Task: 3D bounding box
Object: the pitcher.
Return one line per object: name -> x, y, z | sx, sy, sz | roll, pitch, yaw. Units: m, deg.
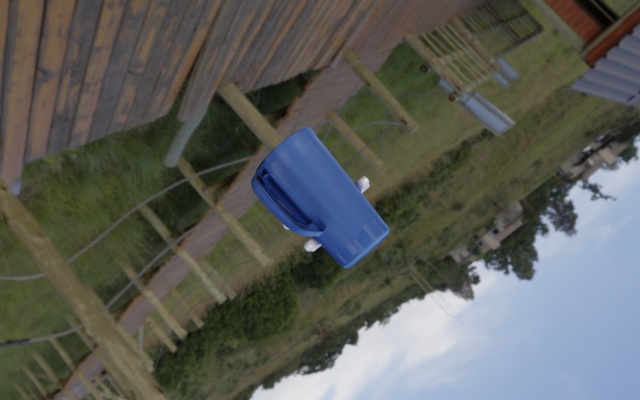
pitcher -> 0.000, 0.003, 0.848 | 0.149, 0.243, 0.145 | -41, -6, 0
